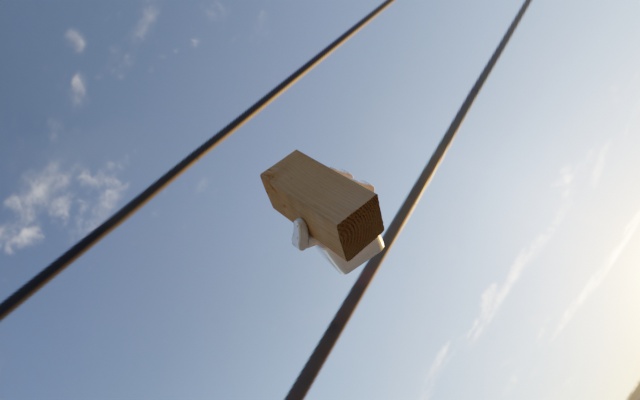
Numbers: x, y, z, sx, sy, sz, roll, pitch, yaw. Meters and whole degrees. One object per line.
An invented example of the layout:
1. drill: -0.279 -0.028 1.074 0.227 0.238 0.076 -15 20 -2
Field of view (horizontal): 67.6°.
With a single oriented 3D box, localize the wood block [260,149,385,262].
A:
1. wood block: 0.000 0.003 0.820 0.091 0.090 0.206 -38 46 -22
